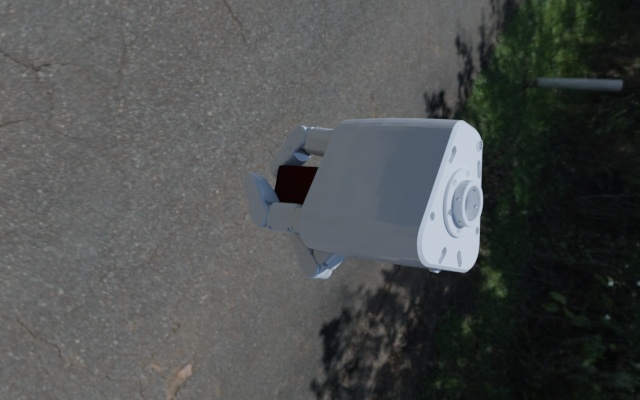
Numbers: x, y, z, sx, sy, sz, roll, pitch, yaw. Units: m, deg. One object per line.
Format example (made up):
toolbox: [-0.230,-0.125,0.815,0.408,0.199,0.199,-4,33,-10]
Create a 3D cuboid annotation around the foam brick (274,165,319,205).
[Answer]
foam brick: [0.000,0.001,0.446,0.051,0.053,0.078,6,-6,42]
